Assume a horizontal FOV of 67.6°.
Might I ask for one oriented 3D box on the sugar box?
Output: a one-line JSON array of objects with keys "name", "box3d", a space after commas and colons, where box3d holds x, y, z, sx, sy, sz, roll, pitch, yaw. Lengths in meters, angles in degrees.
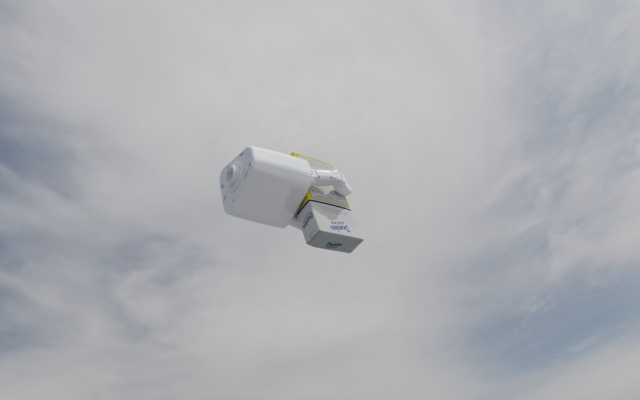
[{"name": "sugar box", "box3d": [0.000, 0.003, 0.799, 0.093, 0.176, 0.048, 15, -48, -35]}]
